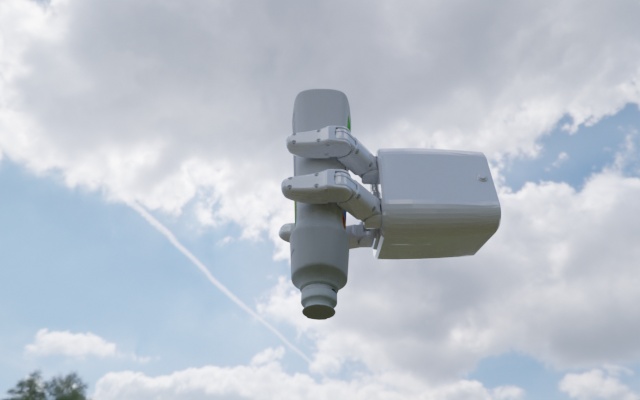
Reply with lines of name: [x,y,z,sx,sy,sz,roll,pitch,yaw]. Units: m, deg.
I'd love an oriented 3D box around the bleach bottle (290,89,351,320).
bleach bottle: [0.000,0.001,0.480,0.068,0.250,0.103,0,-39,1]
